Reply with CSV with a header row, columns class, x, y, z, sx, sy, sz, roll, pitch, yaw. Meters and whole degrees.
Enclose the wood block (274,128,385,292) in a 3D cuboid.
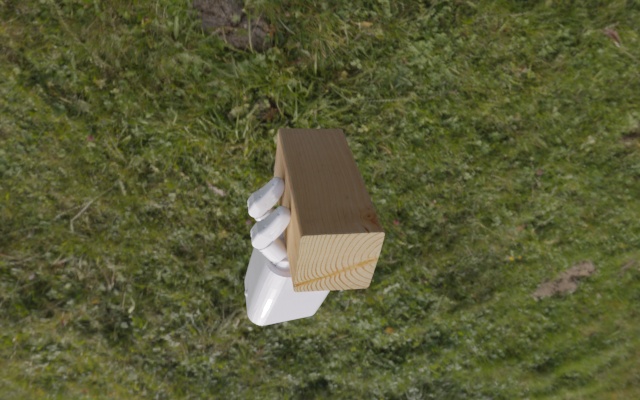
class,x,y,z,sx,sy,sz,roll,pitch,yaw
wood block,0.000,0.002,0.586,0.091,0.090,0.206,-1,40,-13
